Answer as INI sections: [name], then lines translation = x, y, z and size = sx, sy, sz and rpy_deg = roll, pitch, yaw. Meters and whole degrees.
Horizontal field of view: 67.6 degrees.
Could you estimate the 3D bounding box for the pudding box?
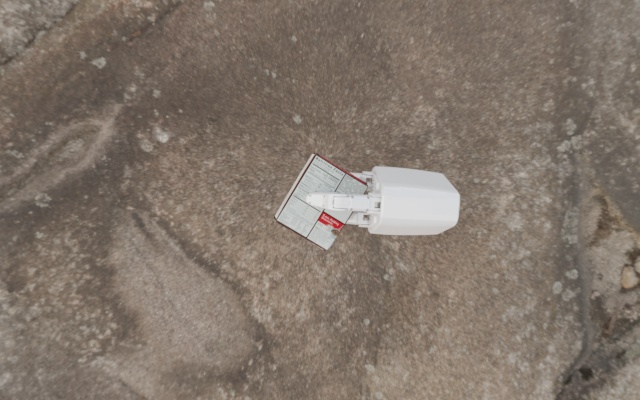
[pudding box]
translation = 0.000, 0.002, 0.671
size = 0.090, 0.113, 0.039
rpy_deg = 32, 1, -8
